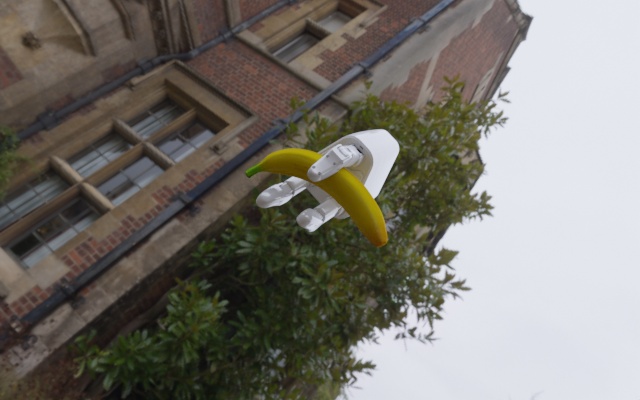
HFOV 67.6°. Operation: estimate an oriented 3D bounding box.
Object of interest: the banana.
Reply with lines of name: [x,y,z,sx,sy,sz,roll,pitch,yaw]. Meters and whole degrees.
banana: [0.006,-0.016,0.586,0.198,0.069,0.037,27,-2,17]
